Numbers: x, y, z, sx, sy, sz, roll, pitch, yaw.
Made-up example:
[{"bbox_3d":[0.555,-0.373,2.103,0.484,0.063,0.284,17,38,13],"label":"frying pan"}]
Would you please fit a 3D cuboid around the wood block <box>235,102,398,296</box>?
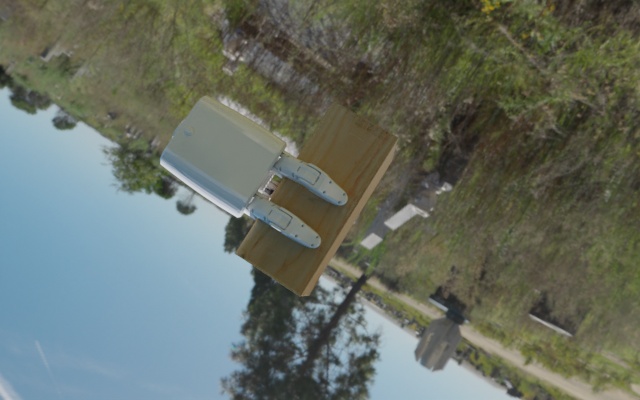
[{"bbox_3d":[0.000,0.002,0.571,0.090,0.206,0.091,31,-7,9],"label":"wood block"}]
